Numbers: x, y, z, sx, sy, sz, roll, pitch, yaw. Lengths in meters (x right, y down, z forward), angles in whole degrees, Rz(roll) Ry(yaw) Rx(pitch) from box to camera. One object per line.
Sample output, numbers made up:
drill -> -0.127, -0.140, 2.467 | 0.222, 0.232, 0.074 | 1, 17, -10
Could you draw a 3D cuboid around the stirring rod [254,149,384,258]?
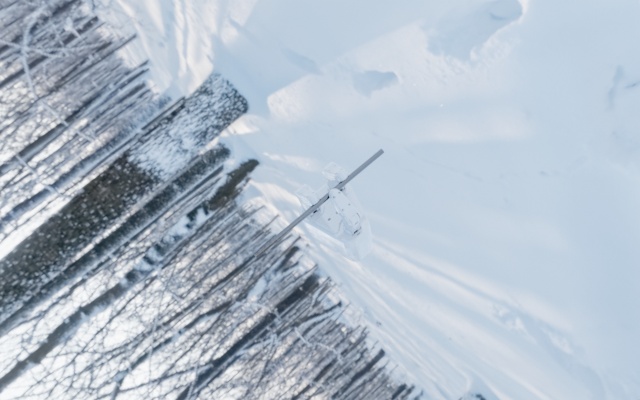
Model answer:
stirring rod -> 0.000, 0.002, 0.687 | 0.239, 0.011, 0.011 | -40, 7, -9
